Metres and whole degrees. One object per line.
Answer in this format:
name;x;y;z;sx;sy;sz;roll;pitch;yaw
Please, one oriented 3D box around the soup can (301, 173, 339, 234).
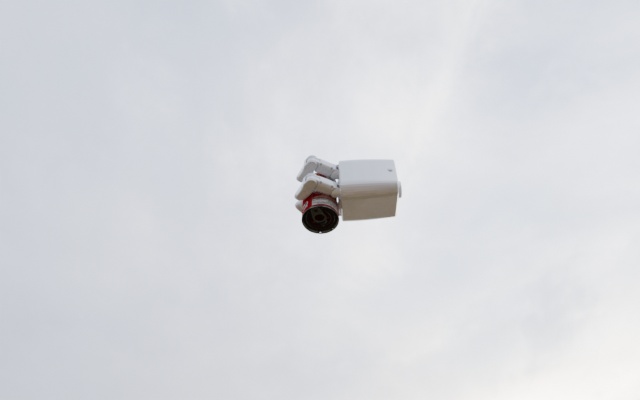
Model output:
soup can;0.000;0.003;0.892;0.068;0.069;0.102;0;41;1
